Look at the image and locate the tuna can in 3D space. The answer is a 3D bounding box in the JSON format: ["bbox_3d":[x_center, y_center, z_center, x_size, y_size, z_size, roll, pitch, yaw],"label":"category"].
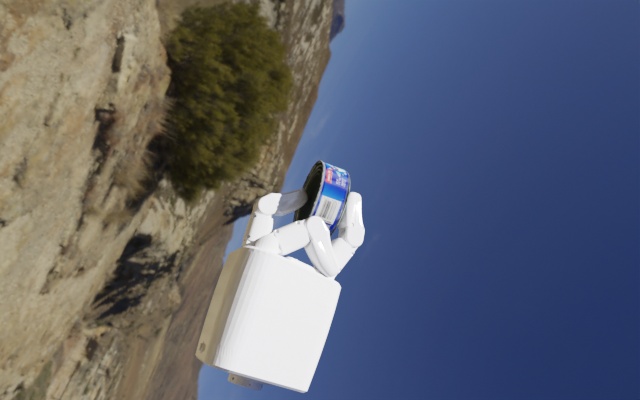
[{"bbox_3d":[0.001,0.002,0.524,0.034,0.086,0.086,19,-5,-14],"label":"tuna can"}]
